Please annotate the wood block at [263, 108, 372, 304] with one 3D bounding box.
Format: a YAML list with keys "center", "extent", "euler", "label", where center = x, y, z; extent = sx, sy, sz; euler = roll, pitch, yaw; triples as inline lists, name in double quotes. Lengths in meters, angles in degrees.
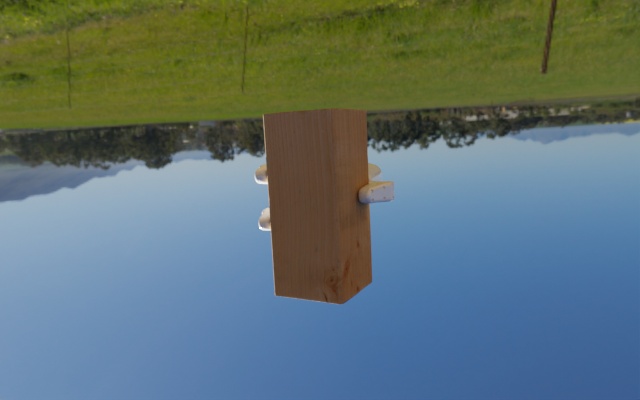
- center: [0.001, 0.002, 0.550]
  extent: [0.091, 0.206, 0.090]
  euler: [1, 9, 29]
  label: "wood block"
